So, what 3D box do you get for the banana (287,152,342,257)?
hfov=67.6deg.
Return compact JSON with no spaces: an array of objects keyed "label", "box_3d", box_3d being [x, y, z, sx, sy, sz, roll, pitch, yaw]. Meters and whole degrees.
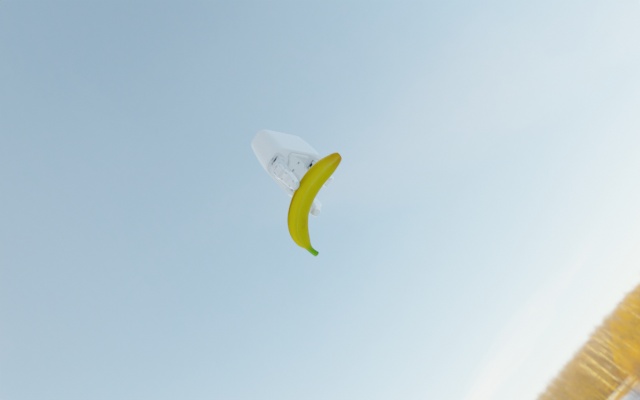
[{"label":"banana","box_3d":[-0.018,0.004,0.830,0.069,0.198,0.037,7,24,-16]}]
